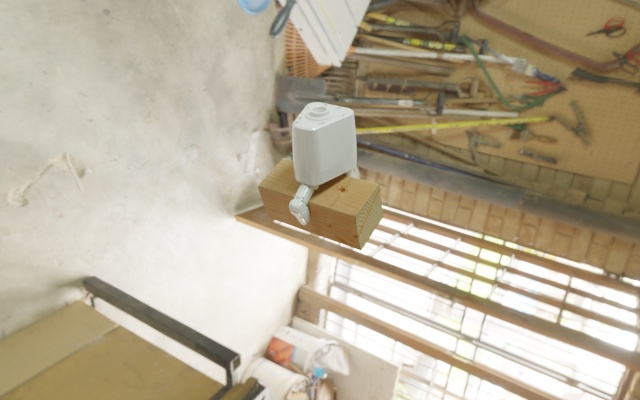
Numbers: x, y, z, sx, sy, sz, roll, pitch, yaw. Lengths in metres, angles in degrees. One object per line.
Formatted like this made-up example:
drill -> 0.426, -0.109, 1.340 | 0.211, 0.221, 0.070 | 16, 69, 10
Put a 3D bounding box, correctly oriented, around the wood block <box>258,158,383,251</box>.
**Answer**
wood block -> 0.000, 0.003, 0.880 | 0.206, 0.090, 0.090 | 18, 52, 28
